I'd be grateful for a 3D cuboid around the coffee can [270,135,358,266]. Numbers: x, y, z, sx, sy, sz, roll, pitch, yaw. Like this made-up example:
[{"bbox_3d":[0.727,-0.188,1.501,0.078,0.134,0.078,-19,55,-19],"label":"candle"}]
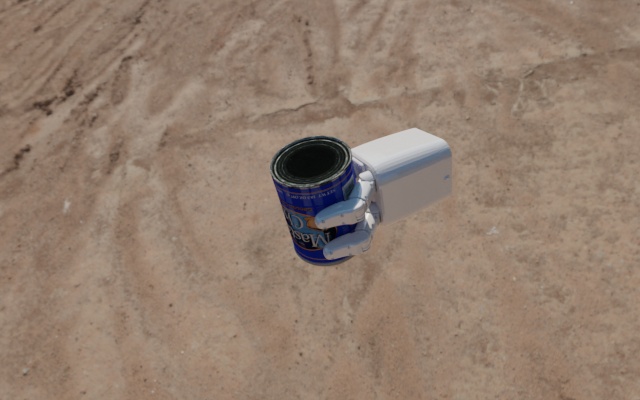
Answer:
[{"bbox_3d":[0.000,0.002,0.623,0.103,0.140,0.102,-8,41,7],"label":"coffee can"}]
